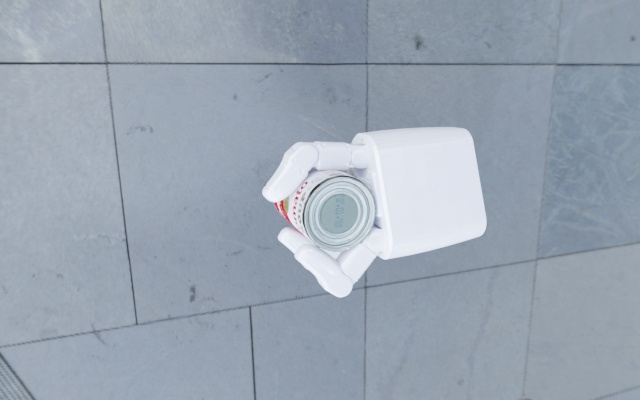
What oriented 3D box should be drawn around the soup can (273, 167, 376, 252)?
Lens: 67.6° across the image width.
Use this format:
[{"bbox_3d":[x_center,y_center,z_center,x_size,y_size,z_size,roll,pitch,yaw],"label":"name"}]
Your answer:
[{"bbox_3d":[0.000,0.001,0.443,0.068,0.068,0.102,0,12,-20],"label":"soup can"}]
